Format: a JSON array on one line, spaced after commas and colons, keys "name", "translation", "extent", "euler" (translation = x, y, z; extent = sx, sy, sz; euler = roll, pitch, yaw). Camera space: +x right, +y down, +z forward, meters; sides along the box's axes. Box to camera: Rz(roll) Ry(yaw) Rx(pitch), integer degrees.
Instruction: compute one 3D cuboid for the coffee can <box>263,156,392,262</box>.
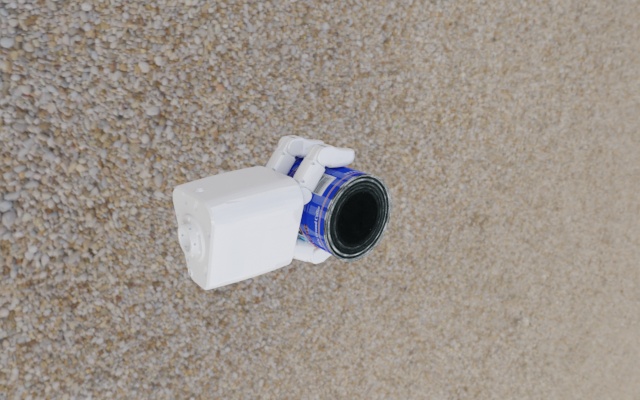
[{"name": "coffee can", "translation": [0.000, 0.002, 0.581], "extent": [0.103, 0.103, 0.140], "euler": [0, 15, -41]}]
